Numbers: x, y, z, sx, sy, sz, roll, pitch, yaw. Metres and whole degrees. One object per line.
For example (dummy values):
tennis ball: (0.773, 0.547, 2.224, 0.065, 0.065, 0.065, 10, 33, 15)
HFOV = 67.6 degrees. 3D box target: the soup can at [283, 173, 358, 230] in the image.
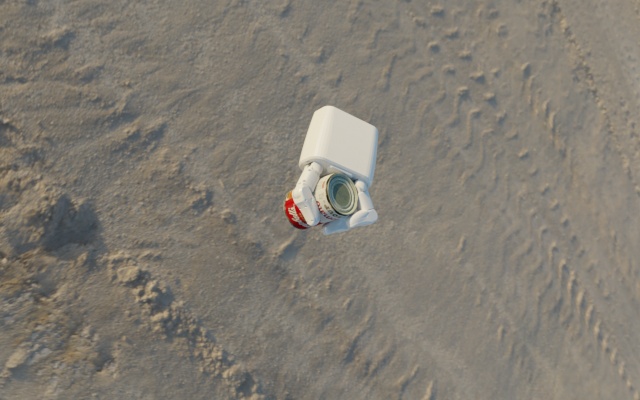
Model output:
soup can: (0.000, 0.003, 0.740, 0.068, 0.068, 0.102, 0, -14, -44)
